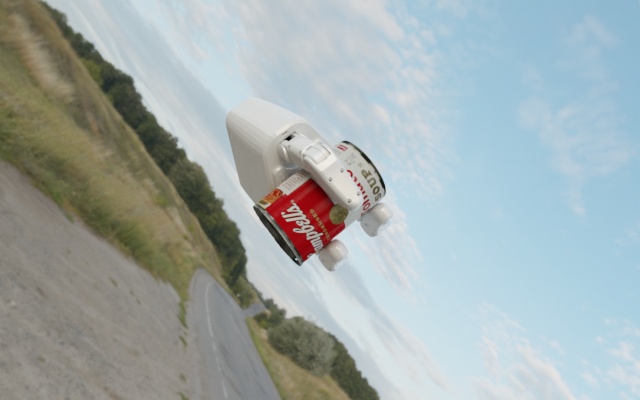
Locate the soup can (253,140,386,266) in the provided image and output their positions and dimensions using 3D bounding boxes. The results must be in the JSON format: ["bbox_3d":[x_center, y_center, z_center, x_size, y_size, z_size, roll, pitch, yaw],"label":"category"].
[{"bbox_3d":[0.001,0.001,0.431,0.102,0.068,0.068,-38,10,-13],"label":"soup can"}]
